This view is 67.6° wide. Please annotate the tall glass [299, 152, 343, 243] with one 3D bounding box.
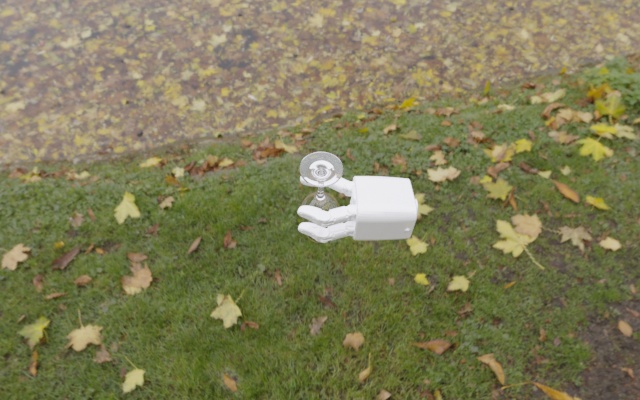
[{"bbox_3d":[0.000,0.002,0.881,0.079,0.079,0.201,0,-34,-1],"label":"tall glass"}]
